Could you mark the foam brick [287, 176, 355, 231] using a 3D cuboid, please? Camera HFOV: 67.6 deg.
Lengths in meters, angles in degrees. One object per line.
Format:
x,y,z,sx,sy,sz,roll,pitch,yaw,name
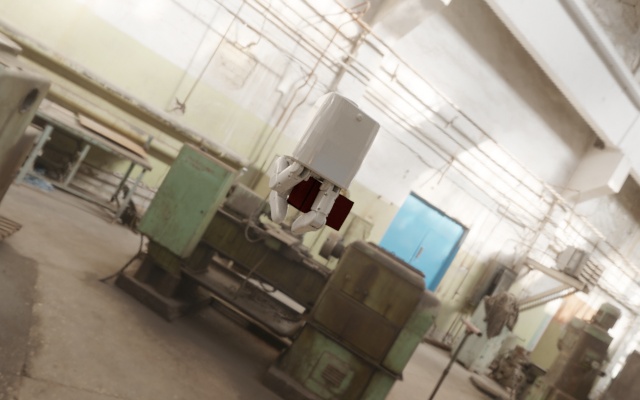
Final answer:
0.000,0.002,0.705,0.078,0.051,0.053,30,0,-30,foam brick
